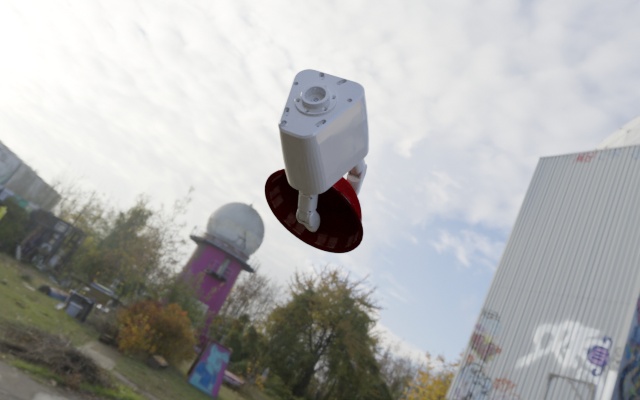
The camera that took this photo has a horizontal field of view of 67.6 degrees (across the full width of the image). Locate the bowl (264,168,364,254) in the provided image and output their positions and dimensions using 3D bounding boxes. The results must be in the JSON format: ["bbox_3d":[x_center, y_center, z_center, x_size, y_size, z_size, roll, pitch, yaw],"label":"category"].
[{"bbox_3d":[0.000,0.003,0.694,0.162,0.162,0.055,0,41,40],"label":"bowl"}]
